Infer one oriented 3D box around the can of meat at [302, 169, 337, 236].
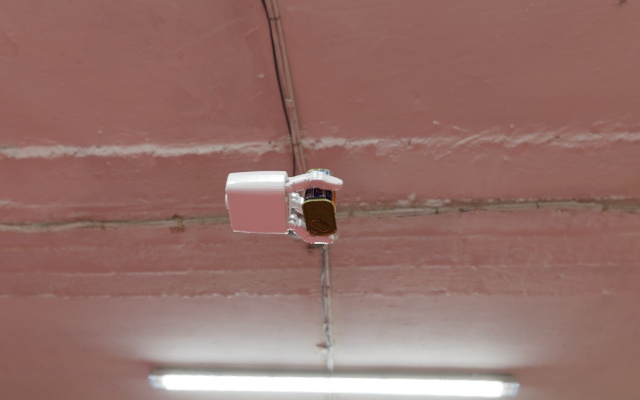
[{"bbox_3d":[0.000,0.003,0.894,0.057,0.083,0.102,-3,-42,6],"label":"can of meat"}]
